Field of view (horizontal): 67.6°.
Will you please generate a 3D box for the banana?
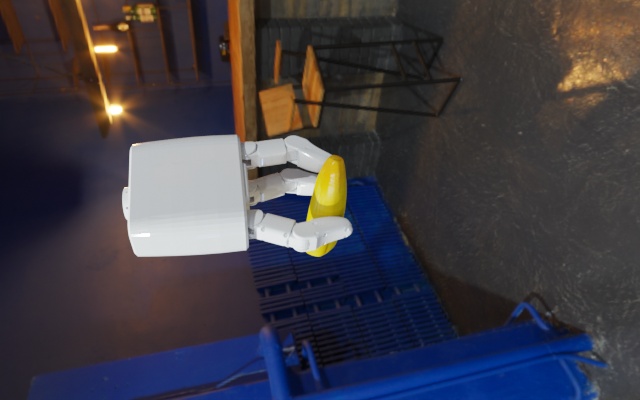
[{"bbox_3d":[0.001,0.020,0.524,0.037,0.069,0.198,-2,-19,-7],"label":"banana"}]
